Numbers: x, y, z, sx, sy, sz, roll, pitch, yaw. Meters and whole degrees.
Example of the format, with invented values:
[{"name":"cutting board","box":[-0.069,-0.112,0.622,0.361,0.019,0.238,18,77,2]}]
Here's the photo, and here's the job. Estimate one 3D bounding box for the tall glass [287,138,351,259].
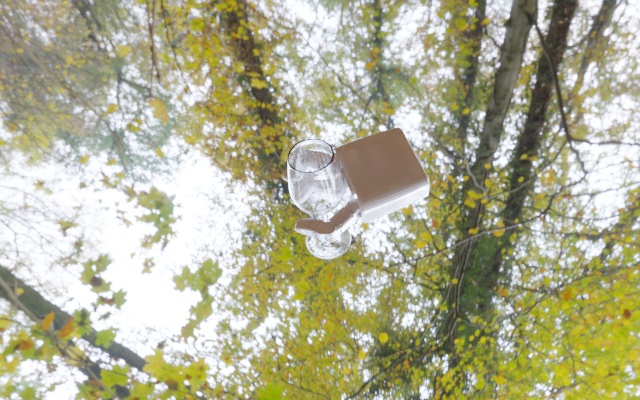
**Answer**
[{"name":"tall glass","box":[0.000,0.003,0.695,0.079,0.079,0.201,0,-38,10]}]
